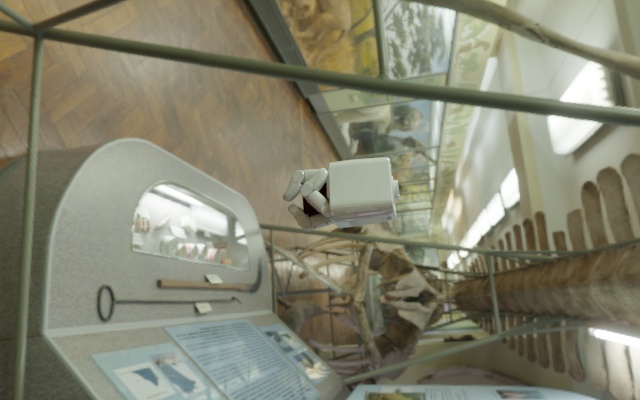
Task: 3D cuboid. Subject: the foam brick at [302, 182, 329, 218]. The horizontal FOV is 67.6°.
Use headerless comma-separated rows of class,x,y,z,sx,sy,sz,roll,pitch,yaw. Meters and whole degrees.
foam brick,0.000,0.003,0.882,0.051,0.053,0.078,-7,-13,10
